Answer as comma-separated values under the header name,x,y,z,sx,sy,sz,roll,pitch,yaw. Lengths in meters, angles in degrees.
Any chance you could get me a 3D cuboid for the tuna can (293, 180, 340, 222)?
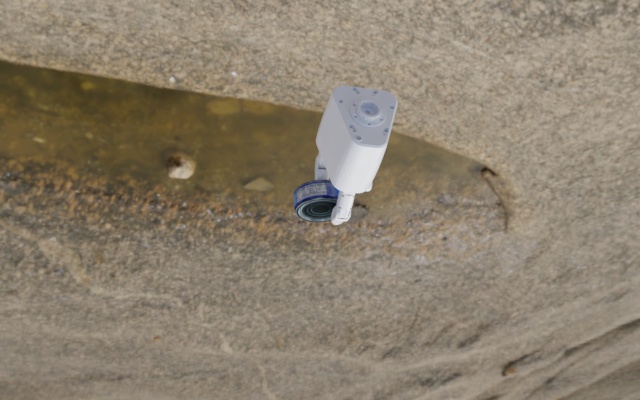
name,x,y,z,sx,sy,sz,roll,pitch,yaw
tuna can,0.000,0.003,0.765,0.086,0.033,0.086,-3,-28,-2
